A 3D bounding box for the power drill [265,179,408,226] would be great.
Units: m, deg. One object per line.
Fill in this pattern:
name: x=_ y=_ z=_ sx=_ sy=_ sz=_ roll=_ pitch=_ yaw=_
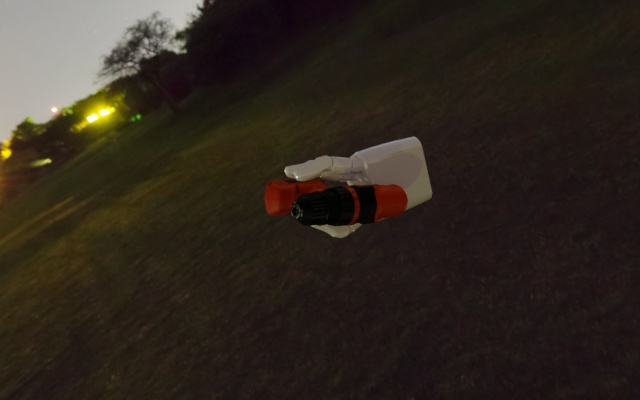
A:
power drill: x=0.000 y=0.002 z=0.678 sx=0.184 sy=0.057 sz=0.187 roll=-3 pitch=7 yaw=-38
